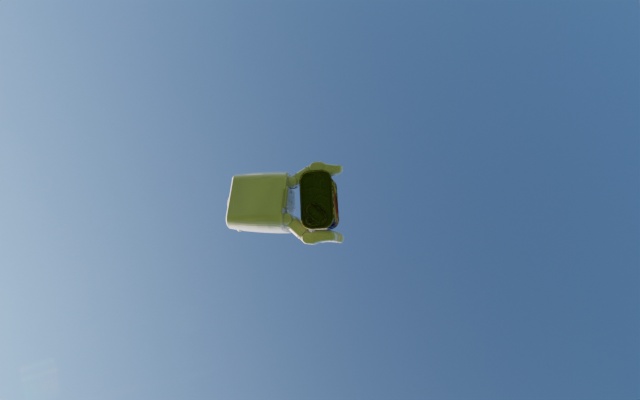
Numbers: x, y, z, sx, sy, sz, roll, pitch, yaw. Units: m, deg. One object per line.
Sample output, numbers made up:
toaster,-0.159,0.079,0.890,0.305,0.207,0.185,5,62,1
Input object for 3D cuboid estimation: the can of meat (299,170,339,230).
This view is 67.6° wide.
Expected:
can of meat,0.000,0.003,0.851,0.057,0.102,0.084,-4,-8,10
